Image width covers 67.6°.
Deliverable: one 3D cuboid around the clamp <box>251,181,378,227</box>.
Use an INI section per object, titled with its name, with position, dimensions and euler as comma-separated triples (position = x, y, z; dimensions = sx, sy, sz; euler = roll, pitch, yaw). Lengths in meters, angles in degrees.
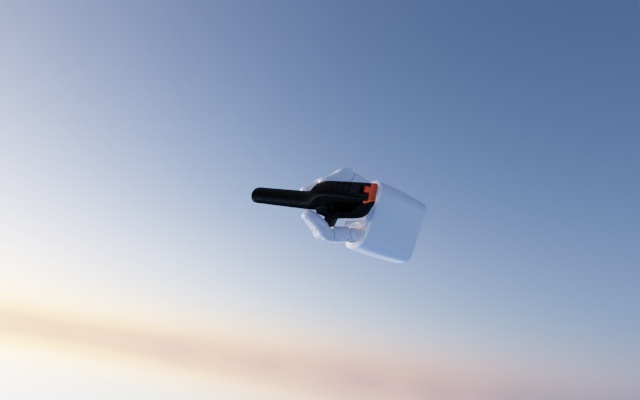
[clamp]
position = 0.000, 0.003, 0.728
dimensions = 0.164, 0.036, 0.210
euler = 23, -24, -26
